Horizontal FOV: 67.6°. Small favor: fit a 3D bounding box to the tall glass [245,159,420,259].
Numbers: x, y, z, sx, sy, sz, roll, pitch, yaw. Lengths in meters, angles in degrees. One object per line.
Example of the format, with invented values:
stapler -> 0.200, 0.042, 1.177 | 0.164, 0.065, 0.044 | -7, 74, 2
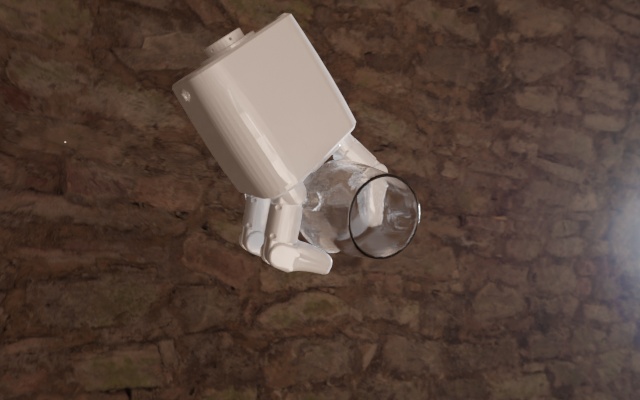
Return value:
tall glass -> 0.000, 0.001, 0.426 | 0.079, 0.079, 0.201 | 0, 6, -28
